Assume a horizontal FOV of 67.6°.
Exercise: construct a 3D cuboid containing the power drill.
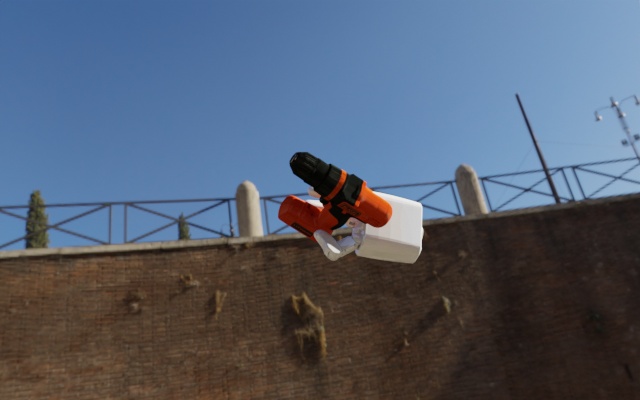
[{"bbox_3d":[0.000,0.003,0.792,0.184,0.057,0.188,33,-28,-16],"label":"power drill"}]
